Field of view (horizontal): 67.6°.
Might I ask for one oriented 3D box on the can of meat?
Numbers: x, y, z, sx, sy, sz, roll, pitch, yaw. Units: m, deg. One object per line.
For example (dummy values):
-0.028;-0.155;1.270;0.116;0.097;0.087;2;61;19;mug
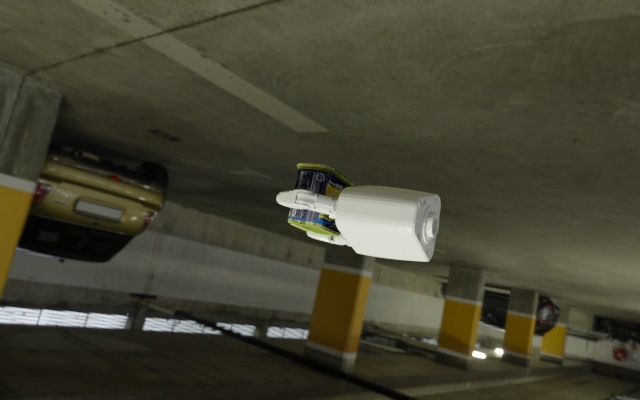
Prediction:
0.000;0.003;0.679;0.057;0.084;0.102;7;-10;27;can of meat
